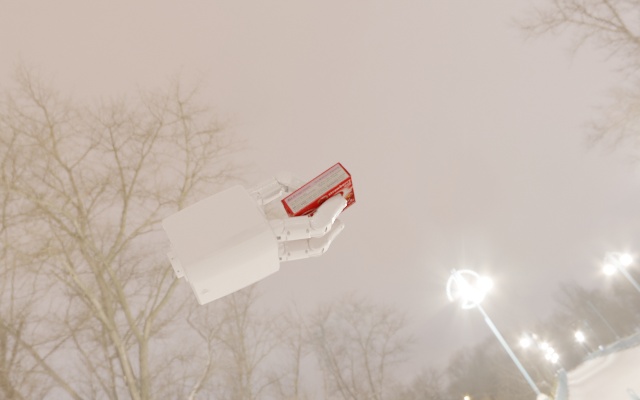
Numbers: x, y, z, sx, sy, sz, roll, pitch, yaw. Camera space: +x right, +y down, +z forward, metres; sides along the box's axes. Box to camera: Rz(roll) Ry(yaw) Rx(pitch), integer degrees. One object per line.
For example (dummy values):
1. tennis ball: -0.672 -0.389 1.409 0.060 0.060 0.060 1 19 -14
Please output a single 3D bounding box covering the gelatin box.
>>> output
1. gelatin box: 0.000 0.001 0.603 0.089 0.030 0.073 -35 -26 -8
